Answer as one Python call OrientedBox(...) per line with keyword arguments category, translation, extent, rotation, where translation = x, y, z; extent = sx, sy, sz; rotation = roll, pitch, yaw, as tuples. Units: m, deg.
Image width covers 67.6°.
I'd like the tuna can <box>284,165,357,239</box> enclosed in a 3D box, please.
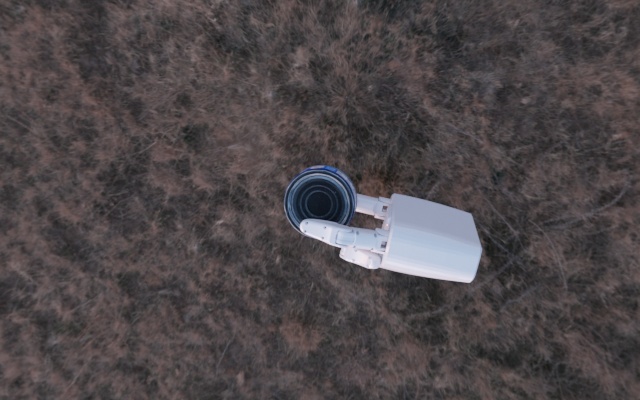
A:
OrientedBox(category="tuna can", translation=(0.000, 0.002, 0.570), extent=(0.086, 0.086, 0.033), rotation=(0, 11, 9))
